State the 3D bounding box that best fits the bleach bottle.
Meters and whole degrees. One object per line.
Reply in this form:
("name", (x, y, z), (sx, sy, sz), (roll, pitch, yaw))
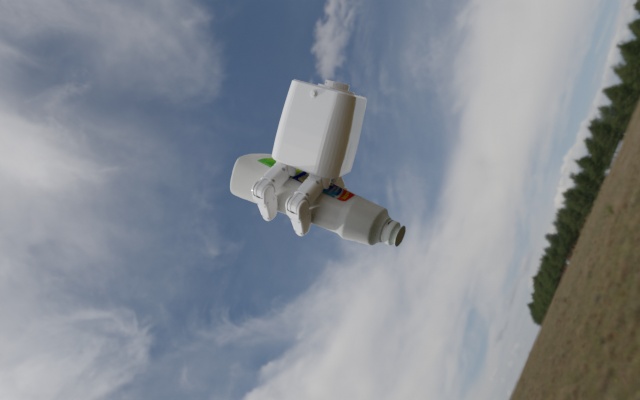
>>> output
("bleach bottle", (0.000, 0.002, 0.651), (0.251, 0.068, 0.102), (22, 15, 28))
